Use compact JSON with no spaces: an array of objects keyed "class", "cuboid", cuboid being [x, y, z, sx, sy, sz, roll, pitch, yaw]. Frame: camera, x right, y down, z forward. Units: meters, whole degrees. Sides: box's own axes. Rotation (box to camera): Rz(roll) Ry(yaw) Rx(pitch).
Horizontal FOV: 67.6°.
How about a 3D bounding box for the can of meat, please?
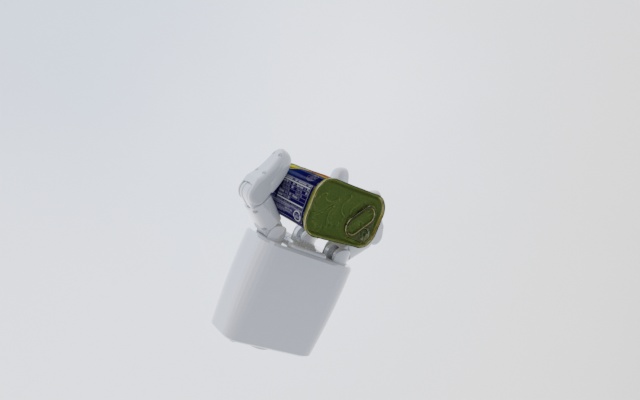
[{"class":"can of meat","cuboid":[0.000,0.001,0.481,0.102,0.057,0.084,18,6,-44]}]
